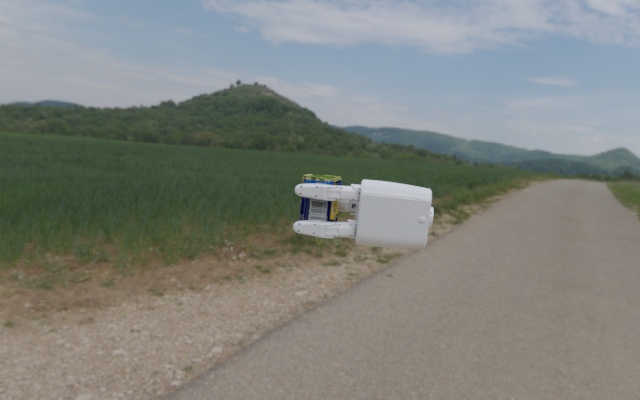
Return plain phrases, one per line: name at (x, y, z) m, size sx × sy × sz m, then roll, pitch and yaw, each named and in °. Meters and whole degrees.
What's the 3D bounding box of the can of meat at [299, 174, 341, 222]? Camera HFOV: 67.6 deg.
can of meat at (0.000, 0.002, 0.755) m, size 0.057 × 0.084 × 0.102 m, roll 7°, pitch 6°, yaw 9°
